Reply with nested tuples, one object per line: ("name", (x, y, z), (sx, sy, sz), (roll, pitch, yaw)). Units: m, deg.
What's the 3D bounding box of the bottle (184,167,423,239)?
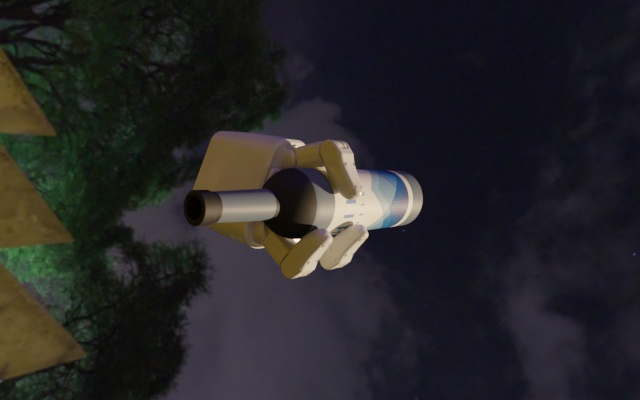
("bottle", (0.000, 0.002, 0.468), (0.069, 0.069, 0.296), (0, 2, 40))
